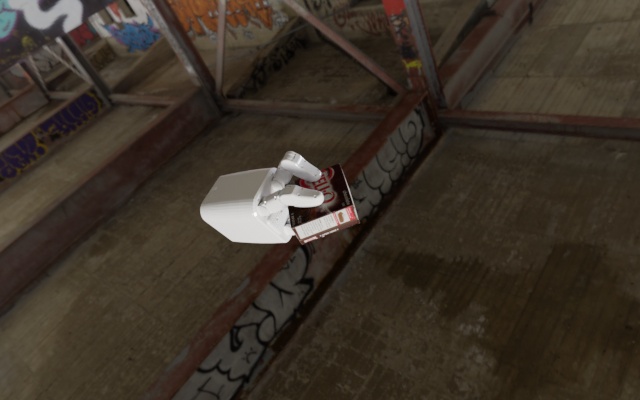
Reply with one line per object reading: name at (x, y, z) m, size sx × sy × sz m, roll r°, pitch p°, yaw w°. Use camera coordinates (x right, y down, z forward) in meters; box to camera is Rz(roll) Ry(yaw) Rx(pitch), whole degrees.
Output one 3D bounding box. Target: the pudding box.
pudding box at (0.000, 0.002, 0.680) m, size 0.090 × 0.039 × 0.113 m, roll -22°, pitch 37°, yaw 5°
